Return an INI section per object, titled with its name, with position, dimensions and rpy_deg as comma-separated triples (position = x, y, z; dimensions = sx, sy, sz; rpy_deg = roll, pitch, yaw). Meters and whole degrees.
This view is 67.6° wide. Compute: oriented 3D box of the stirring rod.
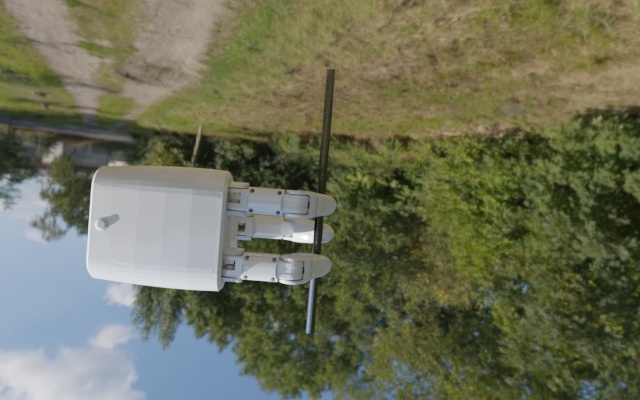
[stirring rod]
position = 0.000, 0.001, 0.437
dimensions = 0.011, 0.239, 0.011
rpy_deg = 5, 1, 0
